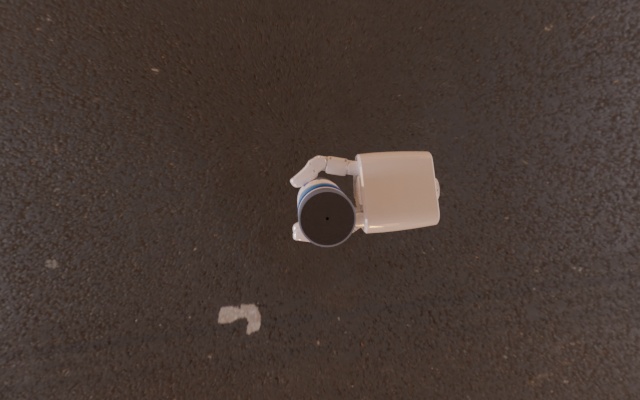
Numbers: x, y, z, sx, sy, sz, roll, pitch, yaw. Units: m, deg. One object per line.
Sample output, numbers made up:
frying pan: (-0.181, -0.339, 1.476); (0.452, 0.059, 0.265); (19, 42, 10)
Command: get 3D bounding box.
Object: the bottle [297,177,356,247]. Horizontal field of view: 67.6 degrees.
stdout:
bottle: (0.000, 0.002, 0.688); (0.069, 0.069, 0.295); (0, 7, -3)
